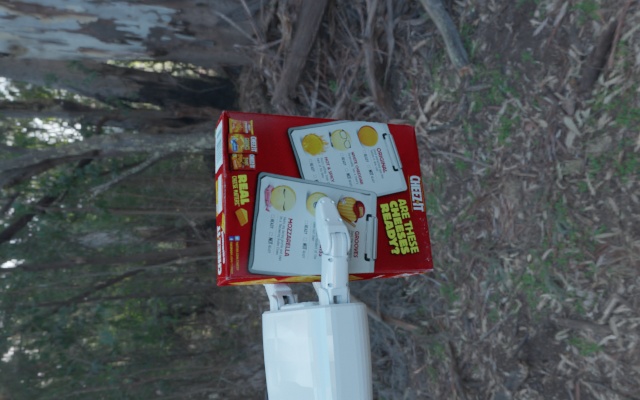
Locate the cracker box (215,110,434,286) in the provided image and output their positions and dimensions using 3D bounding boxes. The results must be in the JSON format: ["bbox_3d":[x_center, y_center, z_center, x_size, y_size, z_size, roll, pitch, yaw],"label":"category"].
[{"bbox_3d":[0.000,0.002,0.500,0.214,0.164,0.072,1,-14,-21],"label":"cracker box"}]
